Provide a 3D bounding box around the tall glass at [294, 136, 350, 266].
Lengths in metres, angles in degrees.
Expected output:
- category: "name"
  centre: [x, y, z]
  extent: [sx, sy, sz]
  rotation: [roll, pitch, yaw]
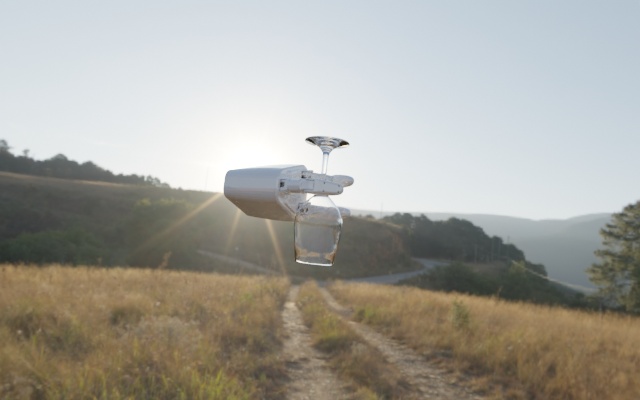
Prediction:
- category: "tall glass"
  centre: [0.000, 0.002, 0.770]
  extent: [0.079, 0.201, 0.079]
  rotation: [6, -6, 1]
